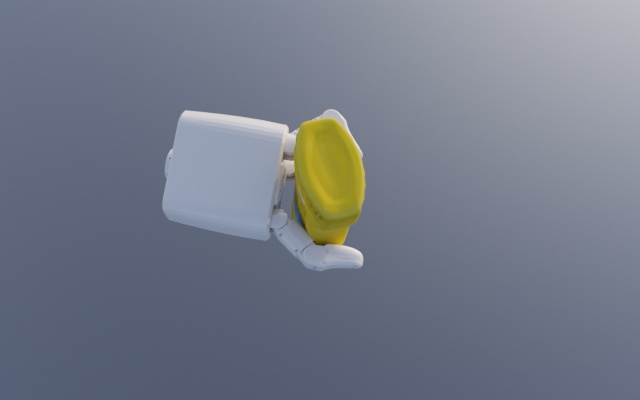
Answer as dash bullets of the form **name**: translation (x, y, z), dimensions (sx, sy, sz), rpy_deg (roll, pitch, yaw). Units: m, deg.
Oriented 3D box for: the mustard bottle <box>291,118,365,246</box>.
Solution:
- **mustard bottle**: translation (0.000, 0.002, 0.489), dimensions (0.058, 0.096, 0.192), rpy_deg (-13, -18, -10)
